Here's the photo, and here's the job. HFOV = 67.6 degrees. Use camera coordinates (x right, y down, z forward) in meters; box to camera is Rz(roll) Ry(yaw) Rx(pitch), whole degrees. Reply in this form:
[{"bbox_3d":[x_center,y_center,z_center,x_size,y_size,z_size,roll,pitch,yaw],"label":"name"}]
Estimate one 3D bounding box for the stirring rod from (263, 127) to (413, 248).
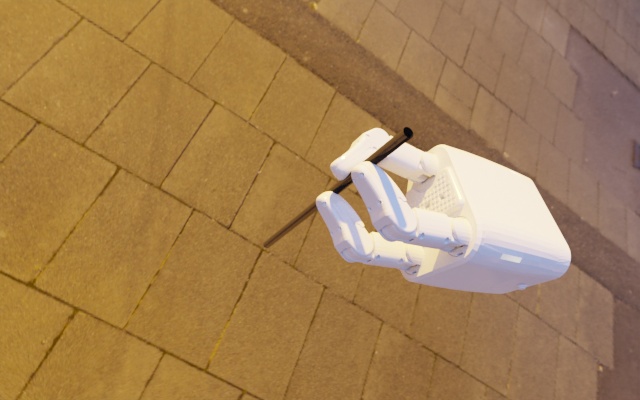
[{"bbox_3d":[0.000,0.001,0.401,0.011,0.011,0.240,0,-22,-30],"label":"stirring rod"}]
